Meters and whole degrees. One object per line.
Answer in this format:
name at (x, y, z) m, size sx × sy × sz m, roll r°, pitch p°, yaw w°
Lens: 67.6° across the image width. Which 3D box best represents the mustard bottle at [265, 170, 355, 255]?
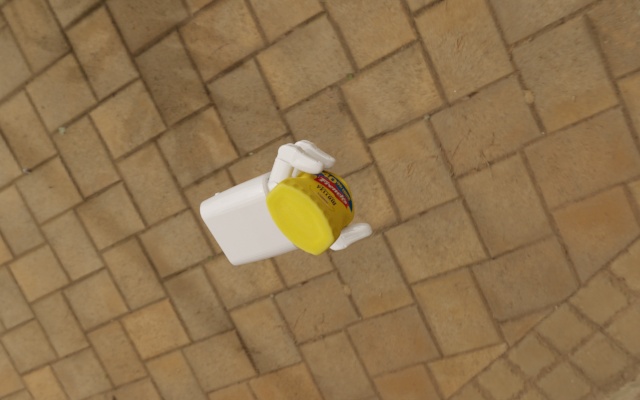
mustard bottle at (0.000, 0.002, 0.635) m, size 0.058 × 0.096 × 0.191 m, roll -45°, pitch -2°, yaw 20°
